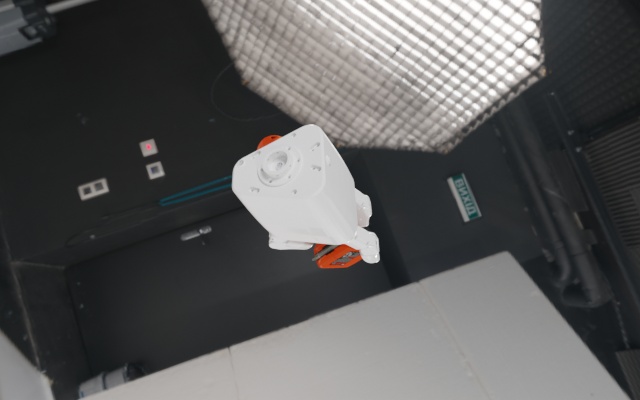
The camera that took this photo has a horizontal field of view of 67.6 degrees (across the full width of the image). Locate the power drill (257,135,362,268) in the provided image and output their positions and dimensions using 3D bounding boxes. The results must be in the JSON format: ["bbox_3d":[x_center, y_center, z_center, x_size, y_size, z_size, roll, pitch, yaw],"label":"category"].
[{"bbox_3d":[0.000,0.003,0.670,0.057,0.187,0.184,-37,-19,18],"label":"power drill"}]
